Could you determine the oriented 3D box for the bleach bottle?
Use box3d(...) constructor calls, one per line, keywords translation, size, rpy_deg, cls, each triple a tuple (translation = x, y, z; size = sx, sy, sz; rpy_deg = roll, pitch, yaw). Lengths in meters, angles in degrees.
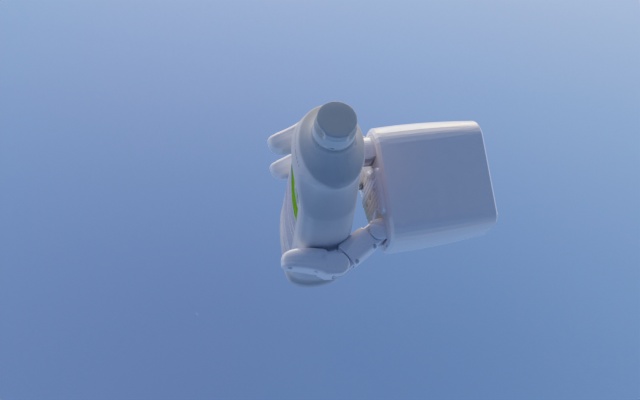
box3d(translation=(0.000, 0.001, 0.434), size=(0.068, 0.102, 0.251), rpy_deg=(-7, -22, -9), cls="bleach bottle")
